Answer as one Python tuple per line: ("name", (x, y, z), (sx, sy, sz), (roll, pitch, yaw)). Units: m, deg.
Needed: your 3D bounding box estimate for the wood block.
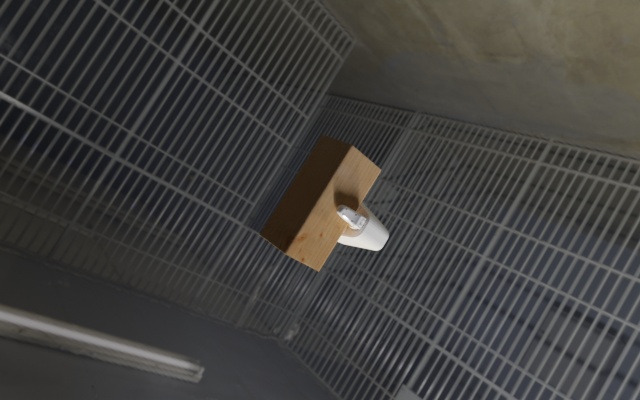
("wood block", (0.000, 0.003, 0.822), (0.090, 0.206, 0.090), (34, -4, -40))
